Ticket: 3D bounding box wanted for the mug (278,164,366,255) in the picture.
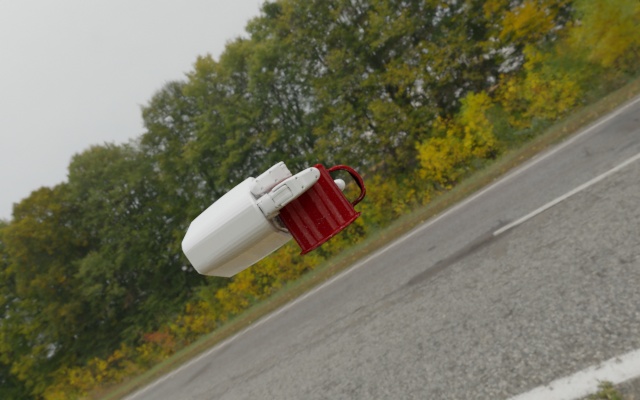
[{"bbox_3d":[0.001,0.001,0.592,0.117,0.081,0.093,-35,1,4],"label":"mug"}]
